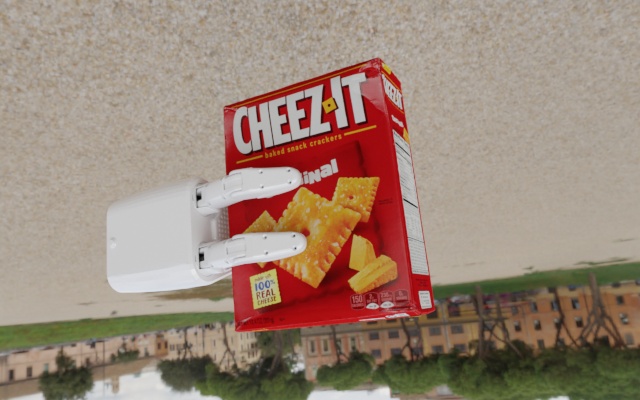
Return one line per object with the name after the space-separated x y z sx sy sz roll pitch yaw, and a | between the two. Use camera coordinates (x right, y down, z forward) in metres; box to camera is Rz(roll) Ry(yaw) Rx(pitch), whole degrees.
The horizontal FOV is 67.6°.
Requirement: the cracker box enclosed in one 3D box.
0.000 0.002 0.428 0.164 0.213 0.072 -12 -14 23 | cracker box
